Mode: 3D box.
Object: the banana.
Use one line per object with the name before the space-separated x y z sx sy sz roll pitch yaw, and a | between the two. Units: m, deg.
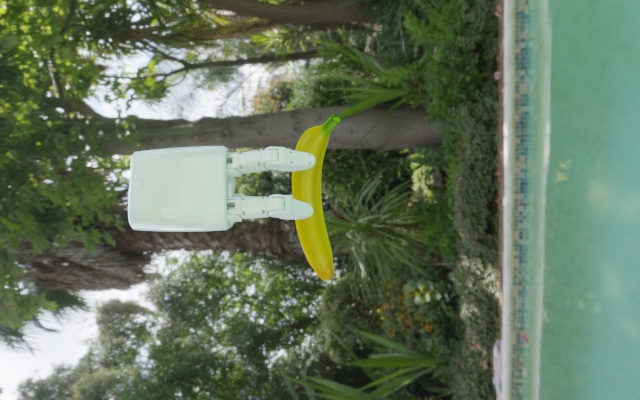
banana | -0.009 -0.003 0.586 0.037 0.198 0.069 -3 8 -29
